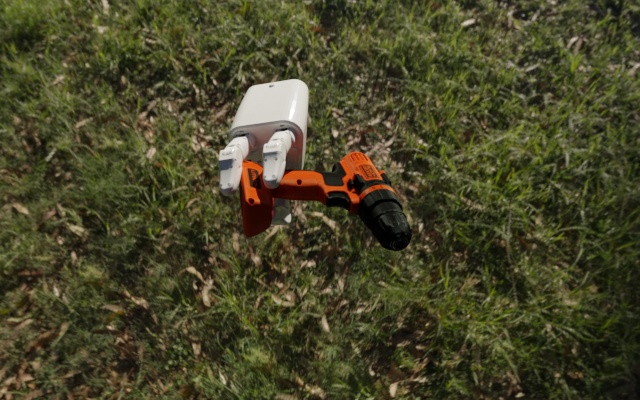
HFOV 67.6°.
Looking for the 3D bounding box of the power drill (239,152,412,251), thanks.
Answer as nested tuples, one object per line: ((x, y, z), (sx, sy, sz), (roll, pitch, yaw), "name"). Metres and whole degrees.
((0.000, 0.002, 0.572), (0.187, 0.057, 0.184), (-1, 31, -15), "power drill")
